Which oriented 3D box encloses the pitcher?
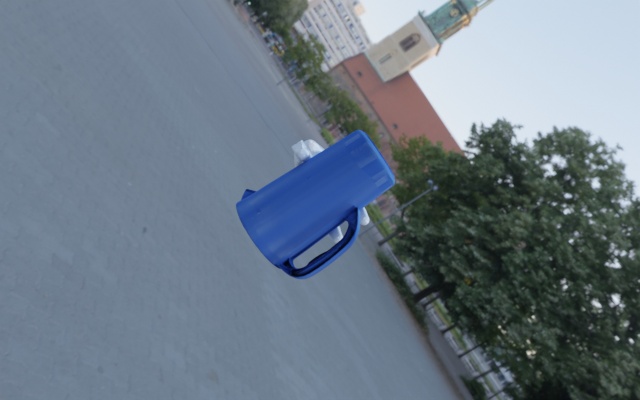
[{"bbox_3d":[0.000,0.002,0.776,0.243,0.149,0.145,-34,20,5],"label":"pitcher"}]
